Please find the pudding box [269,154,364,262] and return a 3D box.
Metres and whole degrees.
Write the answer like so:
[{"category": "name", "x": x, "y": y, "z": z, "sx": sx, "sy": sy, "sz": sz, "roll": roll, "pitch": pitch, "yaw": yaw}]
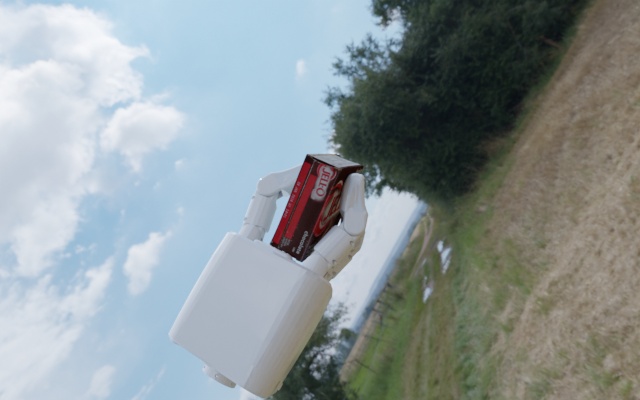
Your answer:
[{"category": "pudding box", "x": 0.000, "y": 0.001, "z": 0.458, "sx": 0.039, "sy": 0.090, "sz": 0.113, "roll": 26, "pitch": 12, "yaw": 9}]
